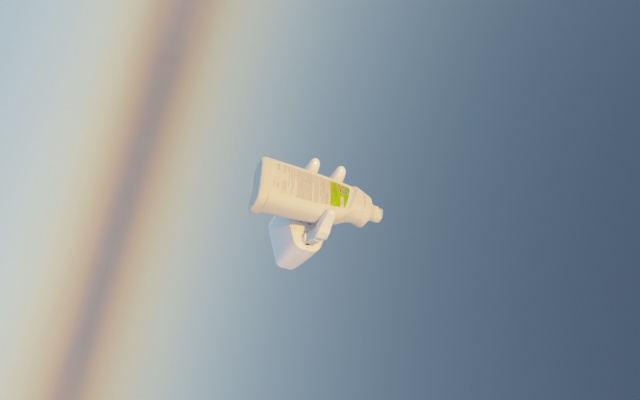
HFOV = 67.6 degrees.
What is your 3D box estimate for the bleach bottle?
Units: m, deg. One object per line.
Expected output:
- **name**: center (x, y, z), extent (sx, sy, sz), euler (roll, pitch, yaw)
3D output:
- **bleach bottle**: center (0.000, 0.003, 0.869), extent (0.251, 0.102, 0.068), euler (17, -35, -21)
